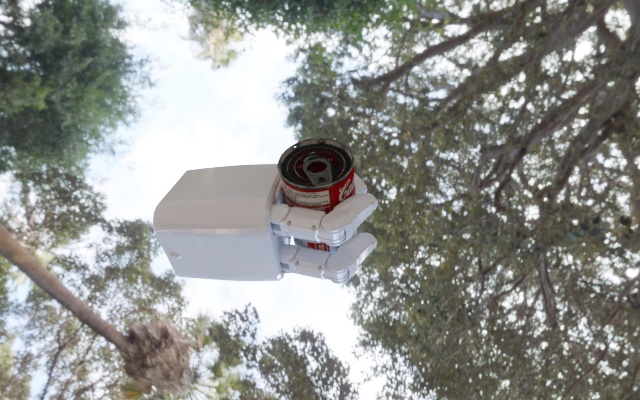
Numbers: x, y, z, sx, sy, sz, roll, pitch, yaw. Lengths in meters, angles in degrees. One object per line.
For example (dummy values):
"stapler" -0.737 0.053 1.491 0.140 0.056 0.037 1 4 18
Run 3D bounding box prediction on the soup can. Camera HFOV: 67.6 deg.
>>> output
"soup can" 0.001 0.002 0.455 0.068 0.102 0.068 -4 44 4
